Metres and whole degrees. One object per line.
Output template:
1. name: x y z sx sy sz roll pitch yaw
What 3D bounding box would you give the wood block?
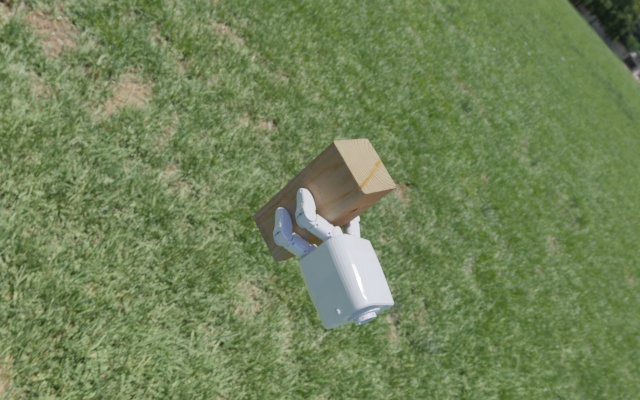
1. wood block: 0.001 0.003 0.734 0.206 0.090 0.091 -39 -17 36
